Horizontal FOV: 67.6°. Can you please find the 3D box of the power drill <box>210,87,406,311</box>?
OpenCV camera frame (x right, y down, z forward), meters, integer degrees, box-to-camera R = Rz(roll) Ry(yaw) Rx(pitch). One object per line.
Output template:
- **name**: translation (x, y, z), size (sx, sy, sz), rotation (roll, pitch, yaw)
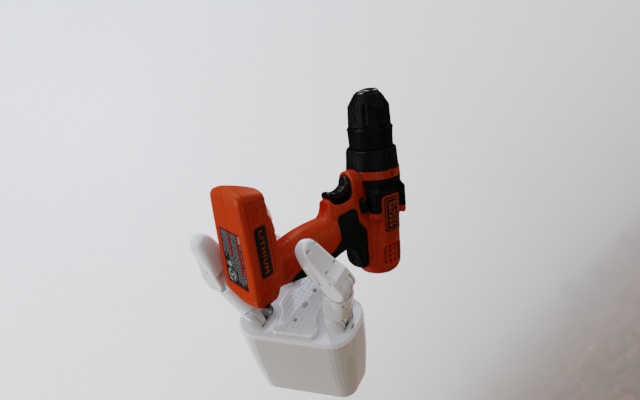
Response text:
- **power drill**: translation (0.000, 0.002, 0.429), size (0.187, 0.184, 0.057), rotation (-18, 19, -33)
